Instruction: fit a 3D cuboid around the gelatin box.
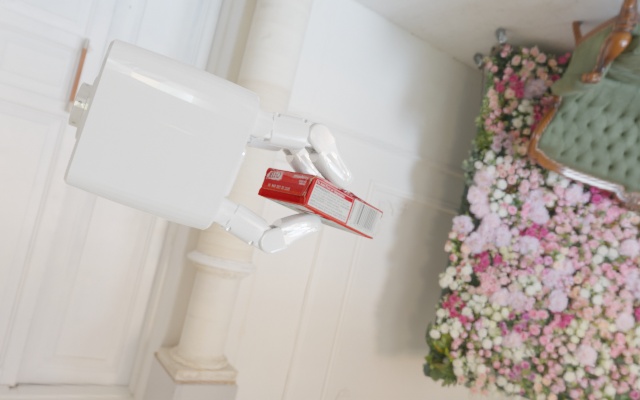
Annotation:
[{"bbox_3d":[0.000,0.002,0.429,0.089,0.030,0.073,27,-8,-37],"label":"gelatin box"}]
